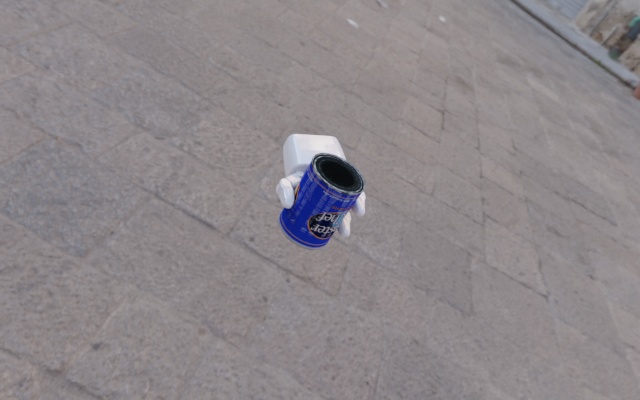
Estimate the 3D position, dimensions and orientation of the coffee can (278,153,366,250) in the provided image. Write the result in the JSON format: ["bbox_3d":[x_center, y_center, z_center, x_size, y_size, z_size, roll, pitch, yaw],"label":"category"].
[{"bbox_3d":[0.000,0.003,0.833,0.103,0.140,0.102,22,35,-16],"label":"coffee can"}]
